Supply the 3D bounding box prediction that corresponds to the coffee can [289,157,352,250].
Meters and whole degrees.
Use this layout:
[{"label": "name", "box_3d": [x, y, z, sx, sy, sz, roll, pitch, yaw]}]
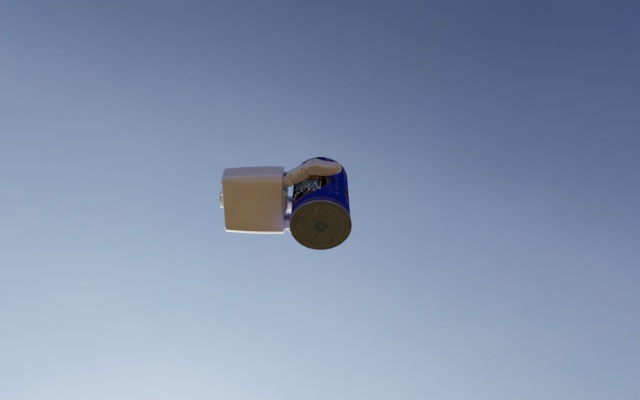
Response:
[{"label": "coffee can", "box_3d": [0.000, 0.003, 0.838, 0.103, 0.103, 0.140, 0, 36, 0]}]
